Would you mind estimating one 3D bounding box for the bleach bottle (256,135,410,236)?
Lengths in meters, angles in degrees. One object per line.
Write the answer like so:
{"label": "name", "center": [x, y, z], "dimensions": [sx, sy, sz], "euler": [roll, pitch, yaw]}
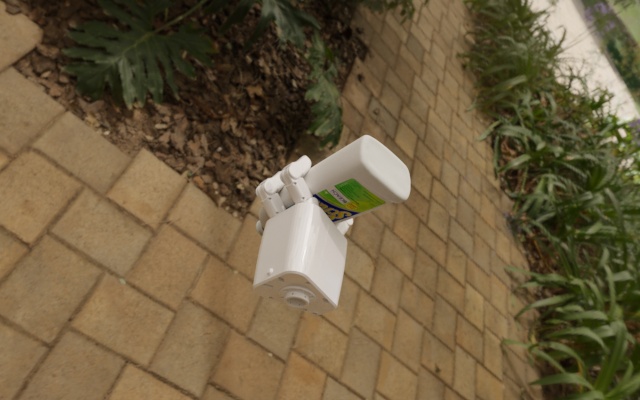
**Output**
{"label": "bleach bottle", "center": [0.000, 0.002, 0.692], "dimensions": [0.102, 0.068, 0.251], "euler": [36, -45, -29]}
